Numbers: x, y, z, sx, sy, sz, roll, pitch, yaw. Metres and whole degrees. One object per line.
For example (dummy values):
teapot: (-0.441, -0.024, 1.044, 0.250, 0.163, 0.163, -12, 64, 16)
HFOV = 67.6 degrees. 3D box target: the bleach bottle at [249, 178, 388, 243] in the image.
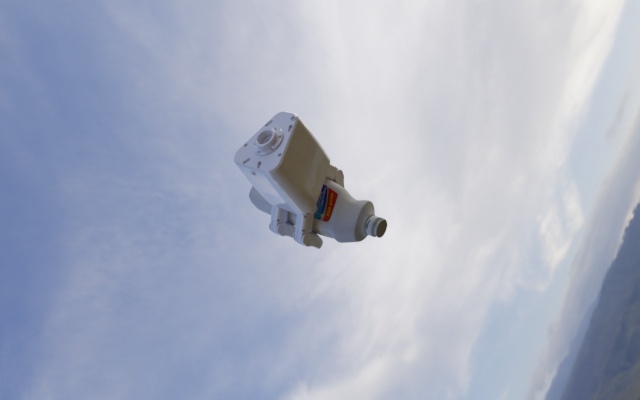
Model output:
bleach bottle: (0.000, 0.003, 0.772, 0.251, 0.102, 0.068, 19, -22, 38)
